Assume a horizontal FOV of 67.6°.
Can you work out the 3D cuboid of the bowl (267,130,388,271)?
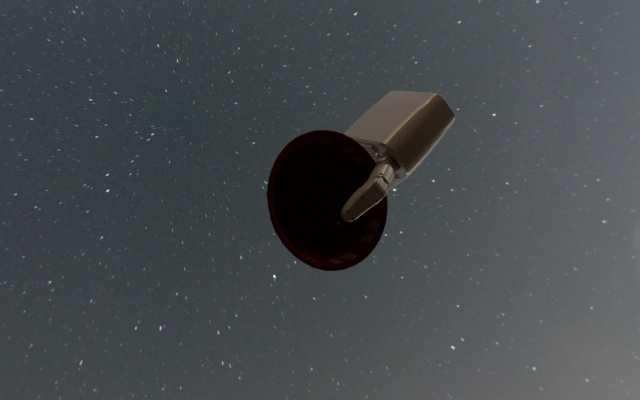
[{"bbox_3d":[-0.001,0.003,0.563,0.162,0.162,0.055,0,-7,-32],"label":"bowl"}]
